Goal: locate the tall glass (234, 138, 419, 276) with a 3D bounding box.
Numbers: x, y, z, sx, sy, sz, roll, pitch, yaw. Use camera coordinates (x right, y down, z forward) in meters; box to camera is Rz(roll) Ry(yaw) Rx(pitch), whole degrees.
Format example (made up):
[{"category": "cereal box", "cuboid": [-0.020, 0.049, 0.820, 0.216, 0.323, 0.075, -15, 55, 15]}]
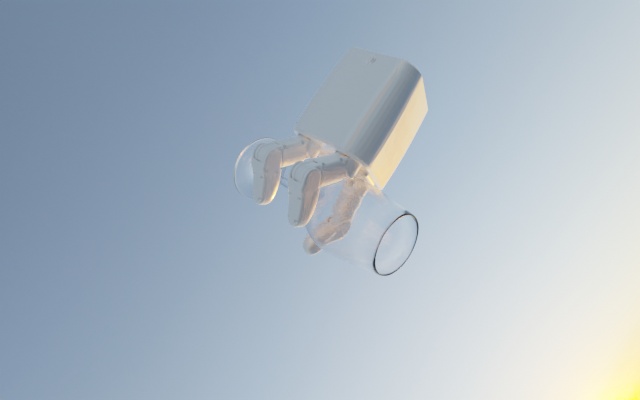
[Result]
[{"category": "tall glass", "cuboid": [0.000, 0.001, 0.481, 0.079, 0.079, 0.201, 0, 23, -47]}]
